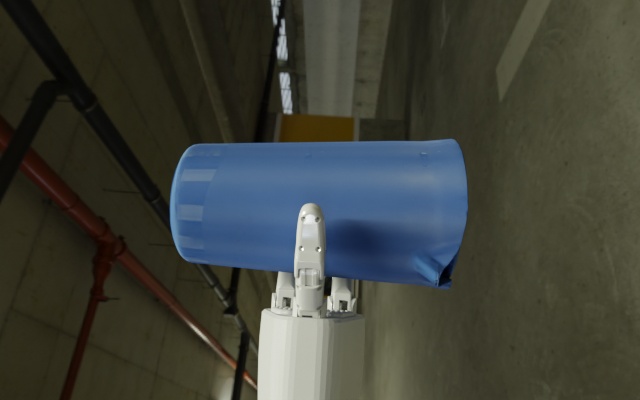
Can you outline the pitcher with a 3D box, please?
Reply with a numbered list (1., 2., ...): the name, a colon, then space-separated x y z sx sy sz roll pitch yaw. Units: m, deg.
1. pitcher: 0.000 0.002 0.439 0.243 0.145 0.149 3 -7 2
